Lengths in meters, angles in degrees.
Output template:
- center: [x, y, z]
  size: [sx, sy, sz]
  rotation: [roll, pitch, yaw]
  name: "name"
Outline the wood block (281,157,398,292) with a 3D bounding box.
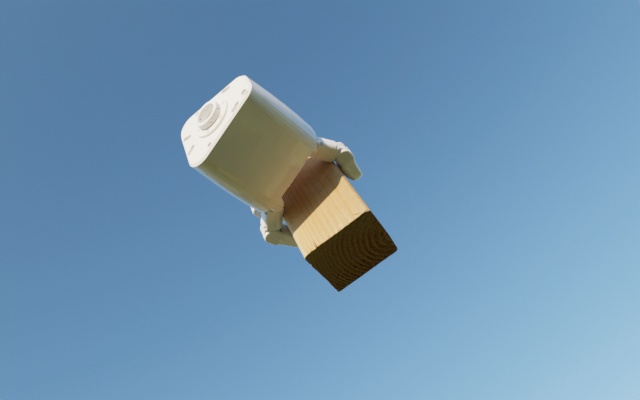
- center: [0.000, 0.002, 0.615]
  size: [0.090, 0.091, 0.206]
  rotation: [50, 5, -42]
  name: "wood block"
